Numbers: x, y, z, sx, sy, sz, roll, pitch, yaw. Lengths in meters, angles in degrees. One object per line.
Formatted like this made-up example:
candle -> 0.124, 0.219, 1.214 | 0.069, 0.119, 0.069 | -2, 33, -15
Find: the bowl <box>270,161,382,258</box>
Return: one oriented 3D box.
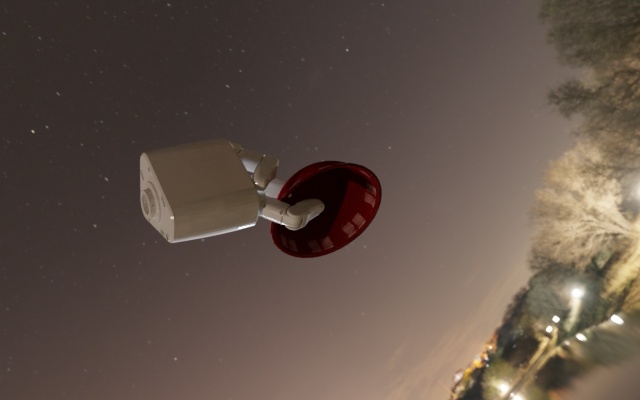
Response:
bowl -> 0.001, 0.002, 0.648 | 0.162, 0.162, 0.055 | 0, 38, -30
